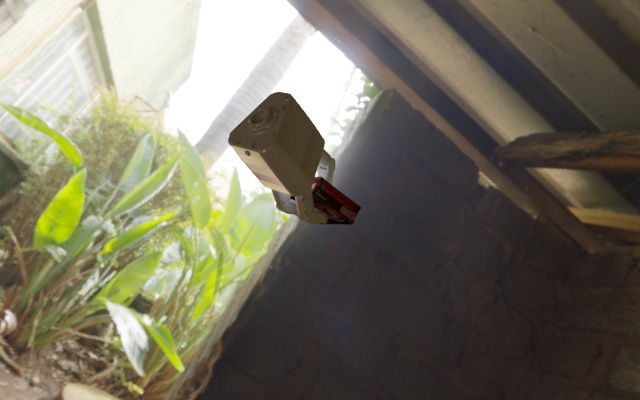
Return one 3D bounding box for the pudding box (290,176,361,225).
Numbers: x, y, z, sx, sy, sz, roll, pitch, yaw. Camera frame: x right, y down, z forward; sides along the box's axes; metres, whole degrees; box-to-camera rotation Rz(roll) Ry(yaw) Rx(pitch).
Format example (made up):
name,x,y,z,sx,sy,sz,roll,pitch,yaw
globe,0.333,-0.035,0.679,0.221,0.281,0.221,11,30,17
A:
name,x,y,z,sx,sy,sz,roll,pitch,yaw
pudding box,0.000,0.002,0.790,0.090,0.039,0.113,38,-17,-22
